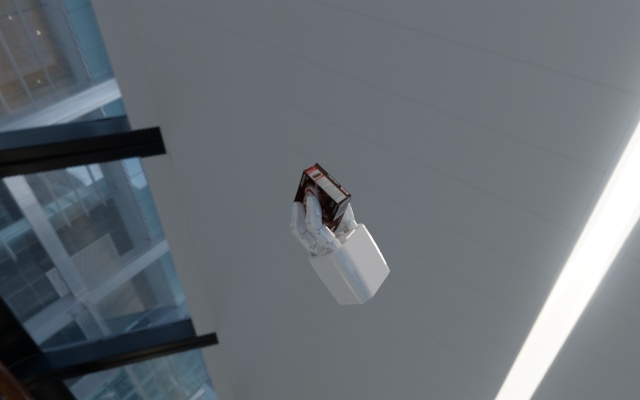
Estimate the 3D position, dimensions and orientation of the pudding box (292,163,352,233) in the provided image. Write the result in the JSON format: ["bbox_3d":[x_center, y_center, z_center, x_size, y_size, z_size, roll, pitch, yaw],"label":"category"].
[{"bbox_3d":[0.000,0.003,0.841,0.039,0.090,0.114,-35,-20,-35],"label":"pudding box"}]
